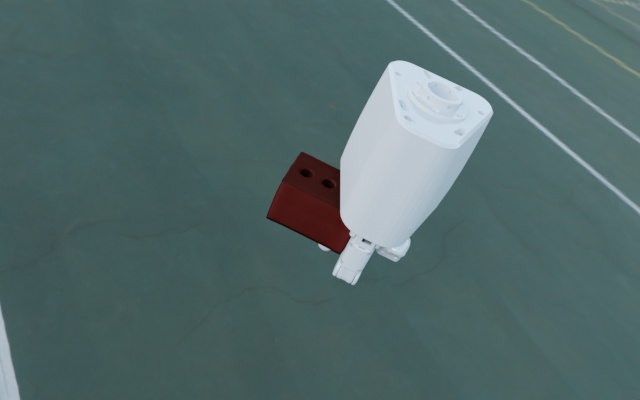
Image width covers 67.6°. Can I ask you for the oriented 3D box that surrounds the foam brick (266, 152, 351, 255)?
[{"bbox_3d":[0.000,0.001,0.439,0.078,0.051,0.053,26,41,2],"label":"foam brick"}]
